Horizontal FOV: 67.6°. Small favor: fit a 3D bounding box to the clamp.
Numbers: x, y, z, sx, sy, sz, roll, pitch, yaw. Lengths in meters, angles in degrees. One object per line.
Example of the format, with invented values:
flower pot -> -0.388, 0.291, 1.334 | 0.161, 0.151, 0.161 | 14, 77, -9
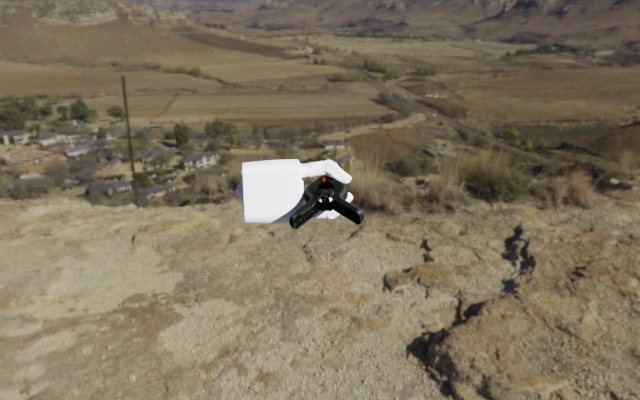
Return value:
clamp -> 0.000, 0.002, 0.829 | 0.120, 0.039, 0.171 | -3, 23, -8
